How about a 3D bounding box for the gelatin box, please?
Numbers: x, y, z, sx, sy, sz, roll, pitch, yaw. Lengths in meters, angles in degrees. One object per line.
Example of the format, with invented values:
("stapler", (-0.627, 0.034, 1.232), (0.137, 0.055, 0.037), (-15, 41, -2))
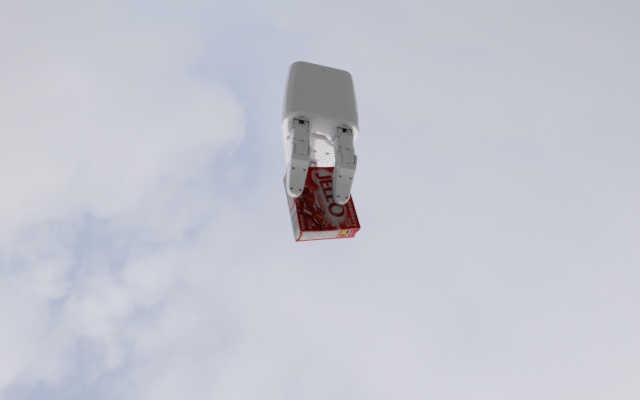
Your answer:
("gelatin box", (0.000, 0.002, 0.561), (0.073, 0.089, 0.030), (-2, -30, -20))
